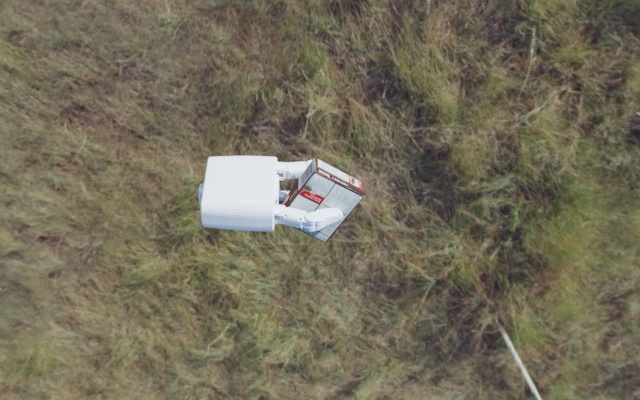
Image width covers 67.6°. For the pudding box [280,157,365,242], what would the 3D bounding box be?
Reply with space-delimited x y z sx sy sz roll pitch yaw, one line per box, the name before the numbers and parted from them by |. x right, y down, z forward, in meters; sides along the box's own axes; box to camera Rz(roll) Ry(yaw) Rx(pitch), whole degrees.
pudding box | 0.000 0.002 0.726 0.090 0.113 0.039 26 35 -20
